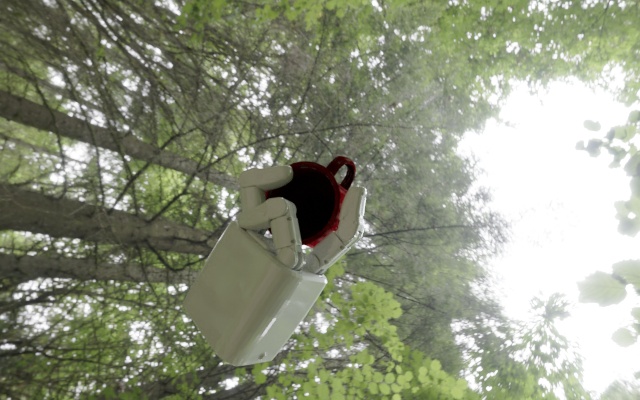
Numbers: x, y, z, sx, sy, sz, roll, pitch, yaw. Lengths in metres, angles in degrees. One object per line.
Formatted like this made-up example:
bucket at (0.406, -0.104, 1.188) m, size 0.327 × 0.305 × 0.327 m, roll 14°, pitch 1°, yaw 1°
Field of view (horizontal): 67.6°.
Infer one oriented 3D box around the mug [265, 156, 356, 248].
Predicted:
mug at (0.001, 0.001, 0.542) m, size 0.093 × 0.117 × 0.081 m, roll 34°, pitch 2°, yaw 28°
